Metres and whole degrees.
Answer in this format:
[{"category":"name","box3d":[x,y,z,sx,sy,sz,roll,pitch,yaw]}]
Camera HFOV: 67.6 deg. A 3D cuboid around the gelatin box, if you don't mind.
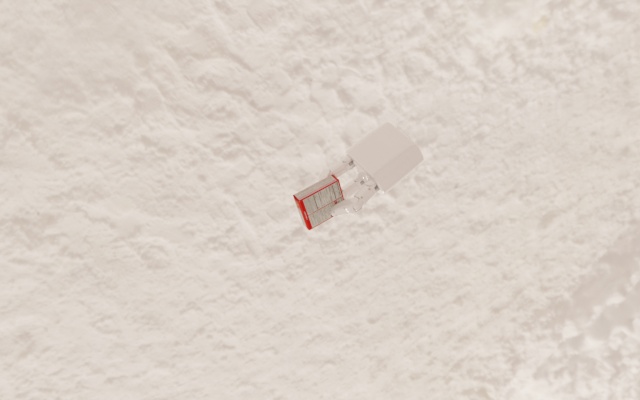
[{"category":"gelatin box","box3d":[0.000,0.003,0.894,0.089,0.073,0.030,-29,39,-15]}]
